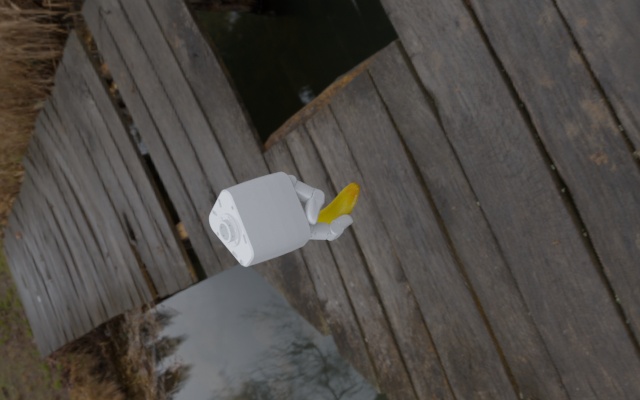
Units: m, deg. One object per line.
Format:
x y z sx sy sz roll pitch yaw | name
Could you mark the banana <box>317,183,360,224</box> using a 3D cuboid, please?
0.003 0.021 0.828 0.037 0.069 0.198 -18 2 -39 | banana
